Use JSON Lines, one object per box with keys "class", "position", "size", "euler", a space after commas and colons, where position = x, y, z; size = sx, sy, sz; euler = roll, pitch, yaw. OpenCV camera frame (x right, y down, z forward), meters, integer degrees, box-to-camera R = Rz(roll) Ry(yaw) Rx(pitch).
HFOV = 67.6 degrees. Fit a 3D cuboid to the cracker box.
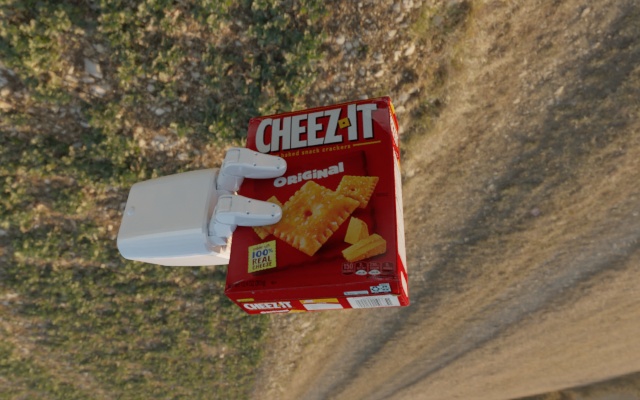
{"class": "cracker box", "position": [0.000, 0.002, 0.492], "size": [0.164, 0.213, 0.072], "euler": [-6, -32, 14]}
